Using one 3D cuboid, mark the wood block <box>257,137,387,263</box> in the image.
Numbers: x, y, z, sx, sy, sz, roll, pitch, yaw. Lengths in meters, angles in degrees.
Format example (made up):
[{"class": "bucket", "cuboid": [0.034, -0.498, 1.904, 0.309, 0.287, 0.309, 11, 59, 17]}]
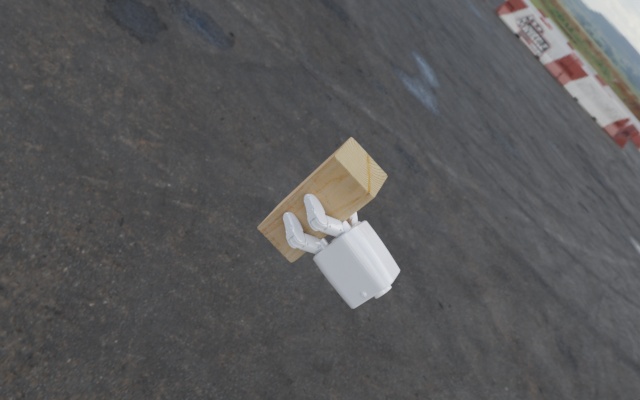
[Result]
[{"class": "wood block", "cuboid": [0.001, 0.003, 0.798, 0.206, 0.090, 0.090, -41, 5, 33]}]
